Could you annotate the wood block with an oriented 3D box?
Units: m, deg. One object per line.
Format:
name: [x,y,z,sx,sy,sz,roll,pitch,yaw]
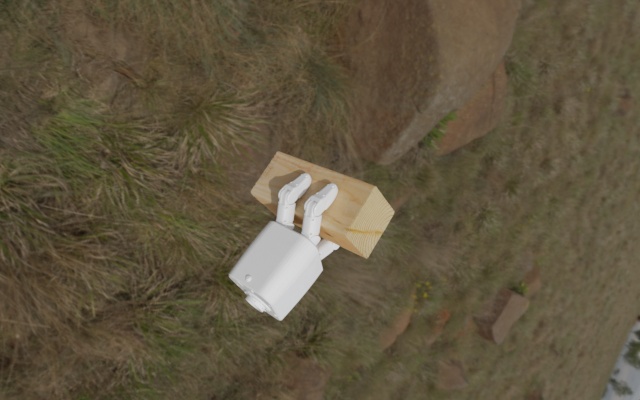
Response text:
wood block: [0.000,0.003,0.772,0.206,0.090,0.091,23,-15,37]
